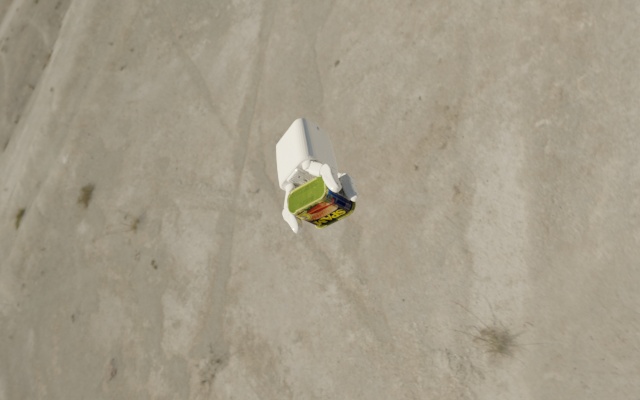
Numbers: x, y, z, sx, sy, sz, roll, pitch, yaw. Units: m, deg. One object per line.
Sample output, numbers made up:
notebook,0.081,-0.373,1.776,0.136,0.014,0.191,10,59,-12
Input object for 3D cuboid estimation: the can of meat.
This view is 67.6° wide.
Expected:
can of meat,0.000,0.003,0.895,0.102,0.057,0.084,-28,-37,31
